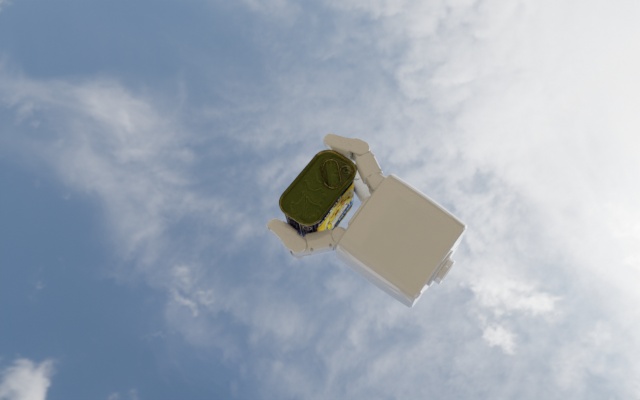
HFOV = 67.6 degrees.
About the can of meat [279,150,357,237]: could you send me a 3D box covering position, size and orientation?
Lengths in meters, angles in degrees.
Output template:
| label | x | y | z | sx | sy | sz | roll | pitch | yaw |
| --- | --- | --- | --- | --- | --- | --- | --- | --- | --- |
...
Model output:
| label | x | y | z | sx | sy | sz | roll | pitch | yaw |
| --- | --- | --- | --- | --- | --- | --- | --- | --- | --- |
| can of meat | 0.000 | 0.002 | 0.592 | 0.057 | 0.102 | 0.084 | 31 | -21 | 19 |
